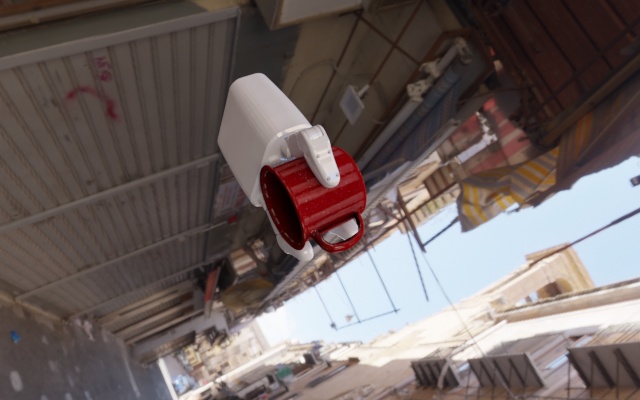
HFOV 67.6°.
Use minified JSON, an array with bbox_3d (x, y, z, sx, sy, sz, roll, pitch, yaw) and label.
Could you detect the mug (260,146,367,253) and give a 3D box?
[{"bbox_3d":[0.001,0.002,0.490,0.081,0.117,0.093,-24,-31,-22],"label":"mug"}]
